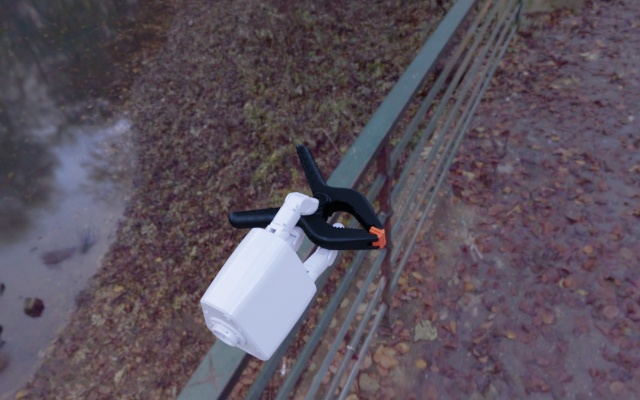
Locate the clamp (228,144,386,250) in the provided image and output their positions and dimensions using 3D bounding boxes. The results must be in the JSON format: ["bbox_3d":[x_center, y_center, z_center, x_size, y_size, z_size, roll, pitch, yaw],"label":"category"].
[{"bbox_3d":[0.000,0.002,0.646,0.210,0.164,0.036,19,-31,25],"label":"clamp"}]
